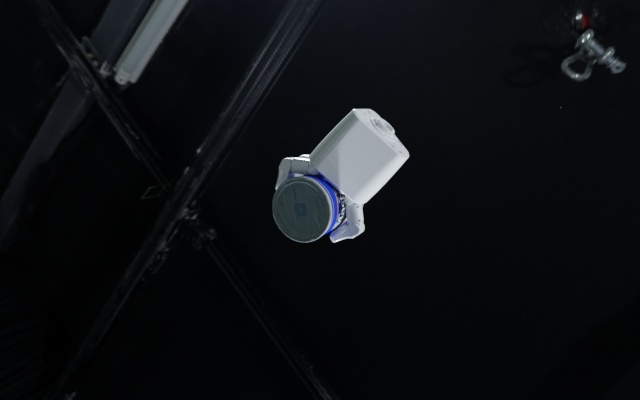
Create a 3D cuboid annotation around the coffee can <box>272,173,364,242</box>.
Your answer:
[{"bbox_3d":[0.000,0.003,0.790,0.103,0.103,0.140,0,10,27],"label":"coffee can"}]
